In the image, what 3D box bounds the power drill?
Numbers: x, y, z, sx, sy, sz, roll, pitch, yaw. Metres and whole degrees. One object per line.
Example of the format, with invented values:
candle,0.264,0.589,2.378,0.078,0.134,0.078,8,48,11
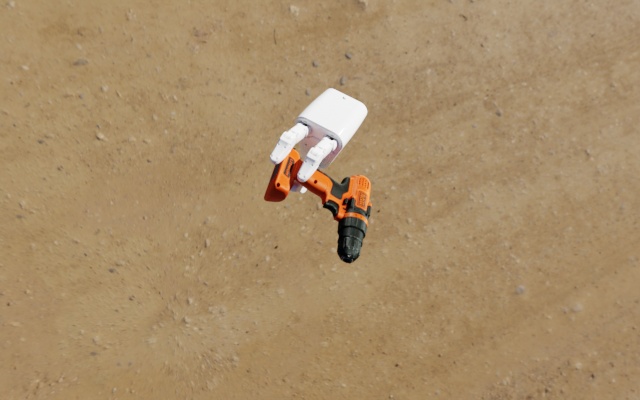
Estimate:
power drill,0.000,0.002,0.826,0.188,0.184,0.057,27,-44,-16
